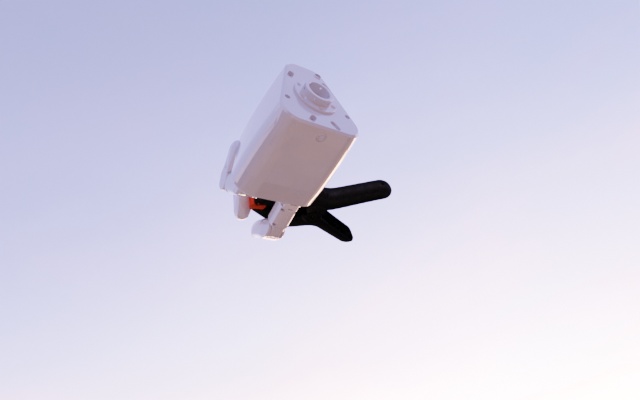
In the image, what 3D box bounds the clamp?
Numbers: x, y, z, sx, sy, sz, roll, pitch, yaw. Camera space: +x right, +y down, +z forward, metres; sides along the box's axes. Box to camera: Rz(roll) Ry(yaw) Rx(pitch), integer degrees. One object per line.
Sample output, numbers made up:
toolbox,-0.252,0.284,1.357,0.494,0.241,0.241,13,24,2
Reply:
clamp,0.000,0.001,0.588,0.171,0.039,0.120,13,-48,-32
